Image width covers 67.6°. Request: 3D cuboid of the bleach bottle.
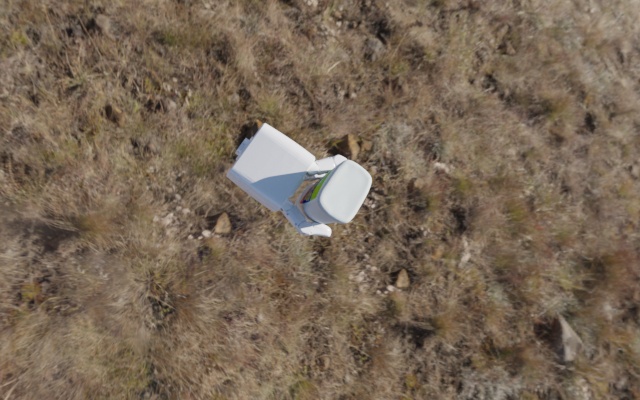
[{"bbox_3d":[0.000,0.003,0.853,0.068,0.102,0.251,37,-19,-10],"label":"bleach bottle"}]
